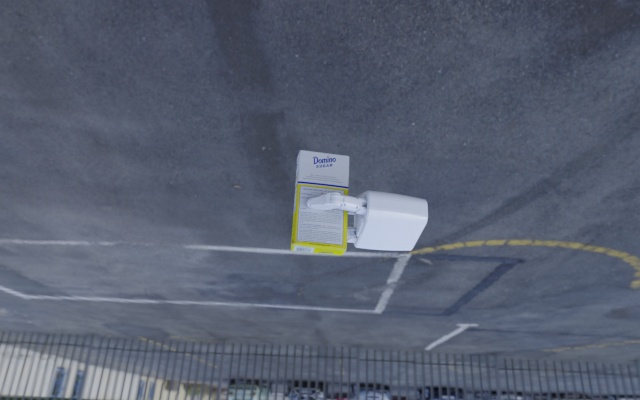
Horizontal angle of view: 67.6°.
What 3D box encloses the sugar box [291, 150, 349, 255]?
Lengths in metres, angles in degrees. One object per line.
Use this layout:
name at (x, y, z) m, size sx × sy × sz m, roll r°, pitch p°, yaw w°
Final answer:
sugar box at (0.000, 0.003, 0.837) m, size 0.093 × 0.176 × 0.048 m, roll 7°, pitch -24°, yaw -8°
